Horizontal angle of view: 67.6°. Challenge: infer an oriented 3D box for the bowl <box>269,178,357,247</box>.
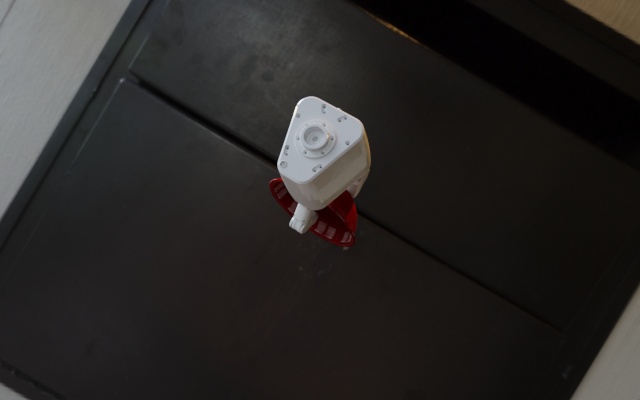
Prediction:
[{"bbox_3d":[0.000,0.002,0.748,0.162,0.055,0.162,32,-20,13],"label":"bowl"}]
